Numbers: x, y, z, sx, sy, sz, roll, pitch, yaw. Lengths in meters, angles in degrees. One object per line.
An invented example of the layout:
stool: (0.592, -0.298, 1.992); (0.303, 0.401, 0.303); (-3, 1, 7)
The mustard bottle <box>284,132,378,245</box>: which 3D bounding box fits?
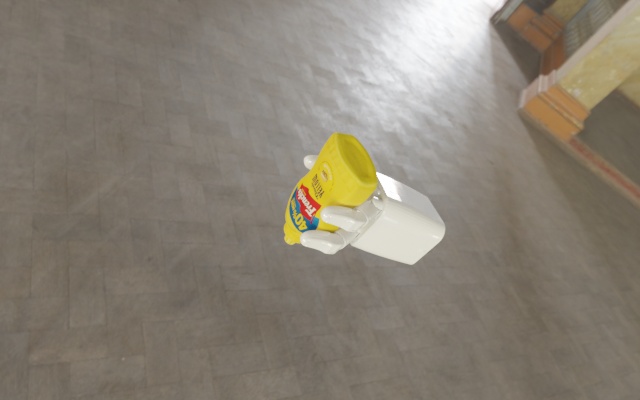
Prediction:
mustard bottle: (0.000, 0.002, 0.668); (0.058, 0.096, 0.192); (2, -39, -36)
